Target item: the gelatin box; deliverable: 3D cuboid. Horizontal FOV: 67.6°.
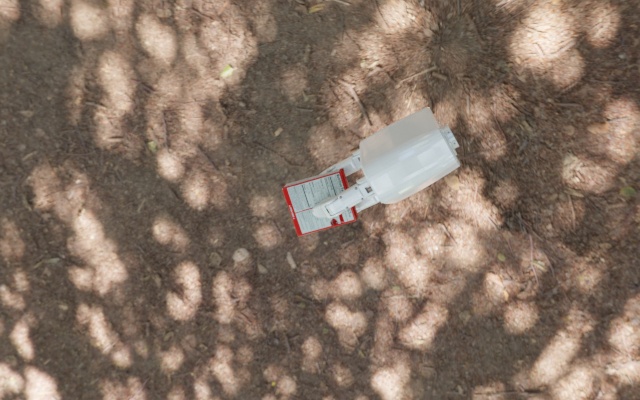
[{"bbox_3d":[0.000,0.002,0.663,0.089,0.073,0.030,-16,12,11],"label":"gelatin box"}]
